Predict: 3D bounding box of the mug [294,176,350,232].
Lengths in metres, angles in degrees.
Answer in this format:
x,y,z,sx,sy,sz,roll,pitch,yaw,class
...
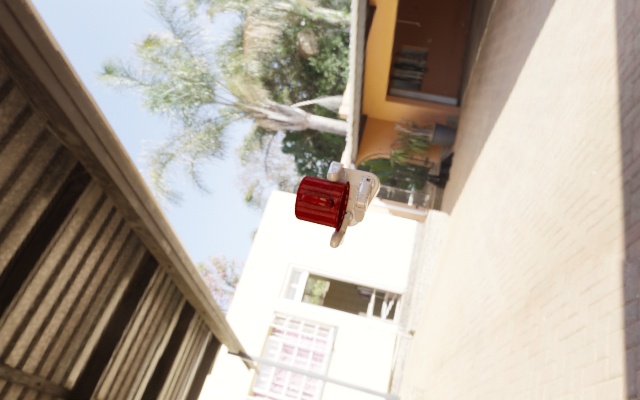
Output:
x,y,z,sx,sy,sz,roll,pitch,yaw,class
0.000,0.003,0.841,0.081,0.093,0.117,13,2,10,mug
